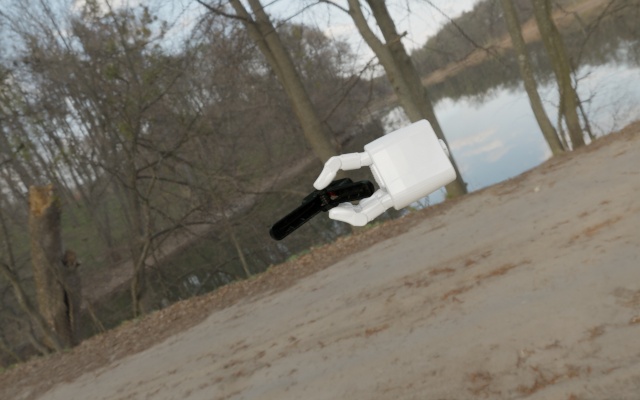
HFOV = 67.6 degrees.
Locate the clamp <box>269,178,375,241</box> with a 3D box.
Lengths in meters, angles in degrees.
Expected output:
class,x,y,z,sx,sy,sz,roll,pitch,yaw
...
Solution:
class,x,y,z,sx,sy,sz,roll,pitch,yaw
clamp,0.000,0.002,0.762,0.164,0.036,0.210,-26,8,3
